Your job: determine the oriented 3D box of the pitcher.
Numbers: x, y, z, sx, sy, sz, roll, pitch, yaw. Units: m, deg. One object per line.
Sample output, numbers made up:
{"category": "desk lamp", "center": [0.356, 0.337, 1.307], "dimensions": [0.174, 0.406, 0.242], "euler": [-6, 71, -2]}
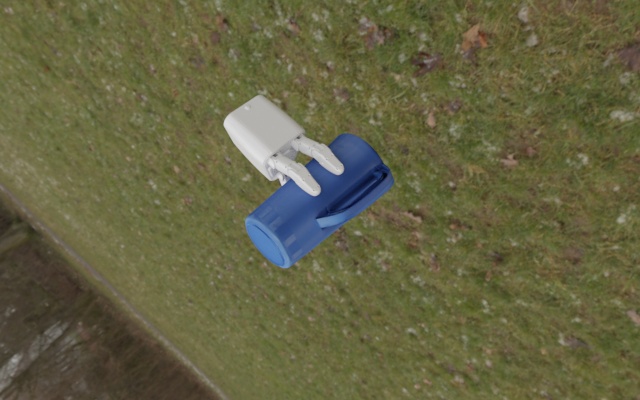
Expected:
{"category": "pitcher", "center": [0.000, 0.003, 0.811], "dimensions": [0.242, 0.145, 0.149], "euler": [-40, -14, -24]}
